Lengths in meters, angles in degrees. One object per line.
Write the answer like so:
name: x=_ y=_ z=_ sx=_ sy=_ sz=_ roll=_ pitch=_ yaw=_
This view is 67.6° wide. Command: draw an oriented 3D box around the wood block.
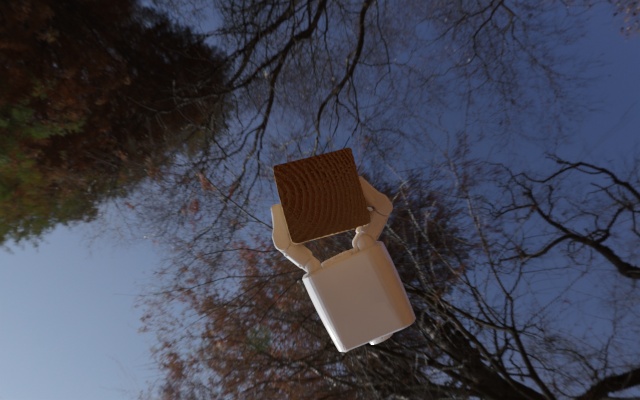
wood block: x=0.000 y=0.002 z=0.615 sx=0.091 sy=0.090 sz=0.206 roll=-15 pitch=-4 yaw=-2
